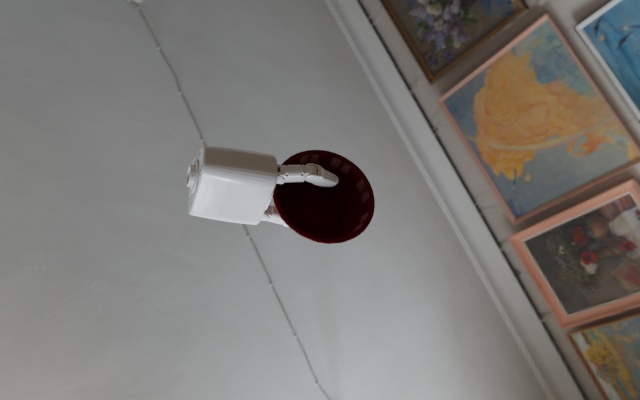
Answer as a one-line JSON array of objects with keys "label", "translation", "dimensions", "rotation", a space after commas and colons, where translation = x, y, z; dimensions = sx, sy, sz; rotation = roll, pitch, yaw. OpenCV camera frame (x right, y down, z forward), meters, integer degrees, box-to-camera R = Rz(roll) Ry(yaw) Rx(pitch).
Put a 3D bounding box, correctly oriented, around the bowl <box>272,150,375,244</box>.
[{"label": "bowl", "translation": [0.001, 0.003, 0.744], "dimensions": [0.162, 0.162, 0.055], "rotation": [0, -28, -16]}]
